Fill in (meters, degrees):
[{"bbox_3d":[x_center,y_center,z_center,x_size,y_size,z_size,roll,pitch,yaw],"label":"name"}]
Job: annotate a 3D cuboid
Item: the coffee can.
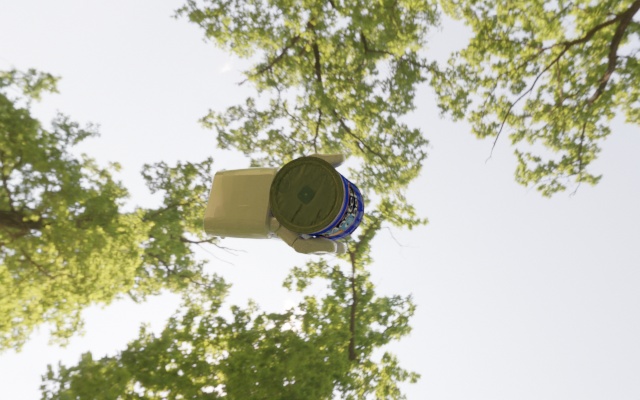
[{"bbox_3d":[0.000,0.002,0.685,0.103,0.103,0.140,0,-8,17],"label":"coffee can"}]
